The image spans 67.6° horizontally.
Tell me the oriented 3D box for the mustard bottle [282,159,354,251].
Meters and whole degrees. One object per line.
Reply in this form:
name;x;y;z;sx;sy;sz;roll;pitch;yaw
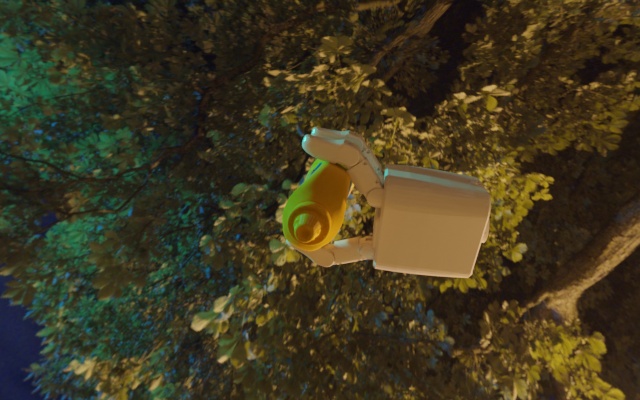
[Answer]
mustard bottle;0.000;0.001;0.510;0.058;0.096;0.191;29;19;-1
